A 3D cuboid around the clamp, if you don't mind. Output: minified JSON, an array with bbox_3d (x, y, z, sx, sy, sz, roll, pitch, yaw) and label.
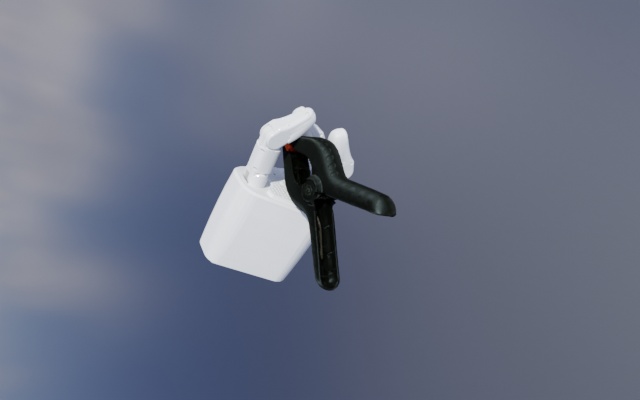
[{"bbox_3d":[0.000,0.001,0.483,0.039,0.120,0.171,11,31,-39],"label":"clamp"}]
